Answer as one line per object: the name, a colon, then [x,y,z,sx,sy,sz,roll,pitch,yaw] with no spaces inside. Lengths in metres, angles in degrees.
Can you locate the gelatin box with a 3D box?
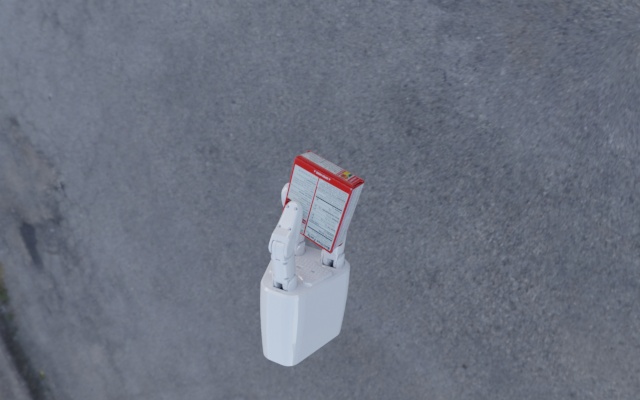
gelatin box: [0.000,0.002,0.516,0.073,0.089,0.030,31,36,22]
